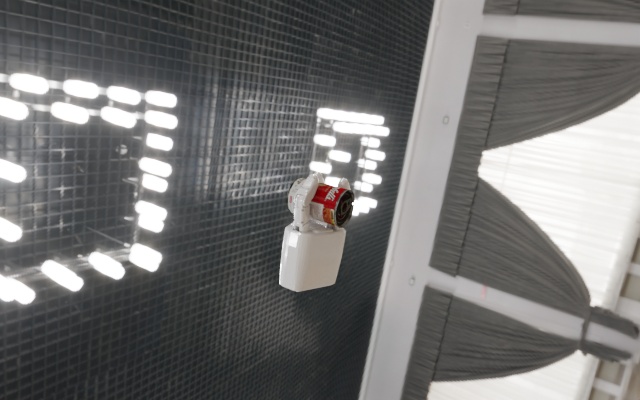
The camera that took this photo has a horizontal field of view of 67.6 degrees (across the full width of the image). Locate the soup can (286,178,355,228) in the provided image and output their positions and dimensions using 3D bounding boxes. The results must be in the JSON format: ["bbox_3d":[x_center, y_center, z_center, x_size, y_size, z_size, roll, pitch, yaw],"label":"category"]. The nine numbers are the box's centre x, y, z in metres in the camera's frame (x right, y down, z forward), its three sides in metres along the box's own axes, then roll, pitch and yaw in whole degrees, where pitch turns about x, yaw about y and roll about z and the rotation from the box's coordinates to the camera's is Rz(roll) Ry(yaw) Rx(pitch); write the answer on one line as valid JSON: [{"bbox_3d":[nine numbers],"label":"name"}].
[{"bbox_3d":[0.000,0.002,0.839,0.102,0.068,0.068,16,8,29],"label":"soup can"}]
